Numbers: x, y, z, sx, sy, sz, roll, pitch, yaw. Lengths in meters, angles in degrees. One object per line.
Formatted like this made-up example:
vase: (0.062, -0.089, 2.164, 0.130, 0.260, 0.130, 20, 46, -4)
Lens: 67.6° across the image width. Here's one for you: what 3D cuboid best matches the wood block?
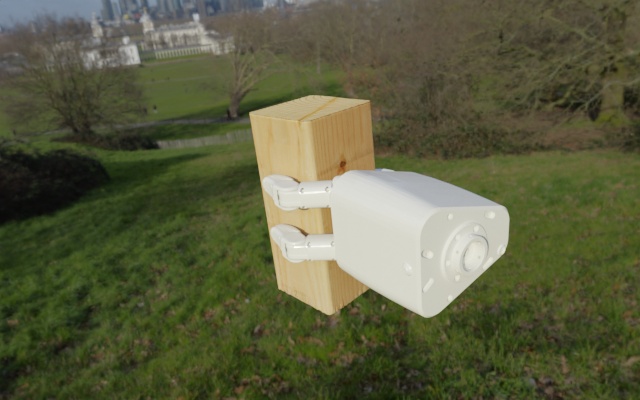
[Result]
wood block: (0.001, 0.002, 0.511, 0.091, 0.206, 0.090, -26, 29, -38)
